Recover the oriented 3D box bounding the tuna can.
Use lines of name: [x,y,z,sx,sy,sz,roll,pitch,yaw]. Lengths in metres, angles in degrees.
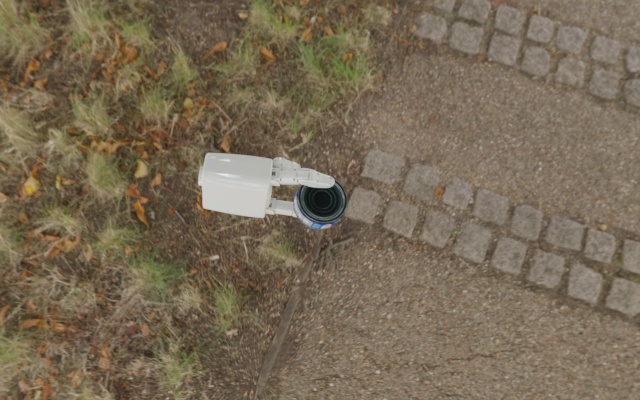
tuna can: [0.000,0.002,0.779,0.086,0.086,0.034,0,-20,-14]
